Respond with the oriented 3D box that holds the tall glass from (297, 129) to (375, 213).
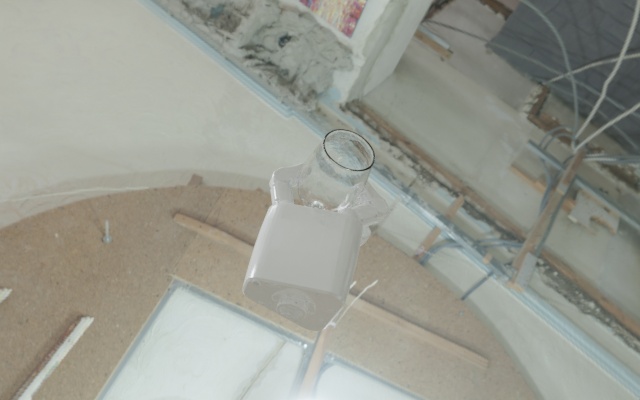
[{"bbox_3d":[0.000,0.002,0.599,0.079,0.079,0.201,0,-36,-23],"label":"tall glass"}]
